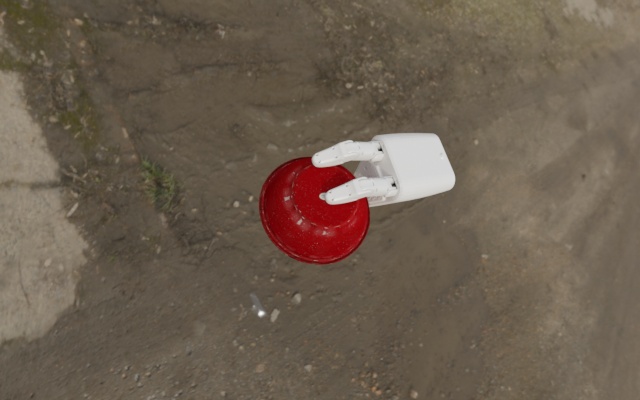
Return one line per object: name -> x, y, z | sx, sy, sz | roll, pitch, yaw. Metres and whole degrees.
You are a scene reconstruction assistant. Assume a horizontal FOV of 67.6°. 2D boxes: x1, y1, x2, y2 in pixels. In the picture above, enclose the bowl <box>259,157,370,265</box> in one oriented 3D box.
bowl -> -0.001, 0.003, 0.646 | 0.162, 0.162, 0.055 | 0, -21, -16
